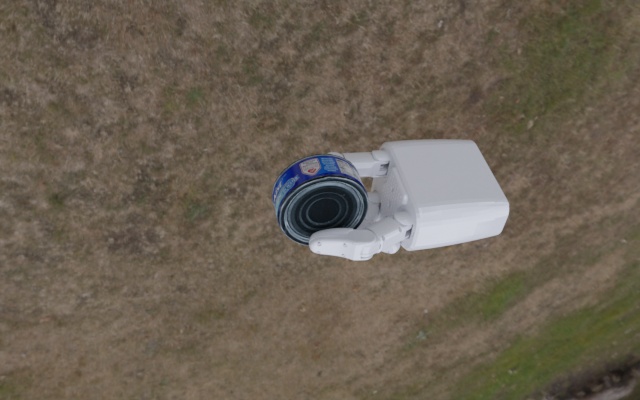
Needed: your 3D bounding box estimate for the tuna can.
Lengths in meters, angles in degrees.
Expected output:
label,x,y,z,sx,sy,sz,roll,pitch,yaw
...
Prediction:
label,x,y,z,sx,sy,sz,roll,pitch,yaw
tuna can,0.000,0.002,0.438,0.086,0.086,0.033,0,40,-17
